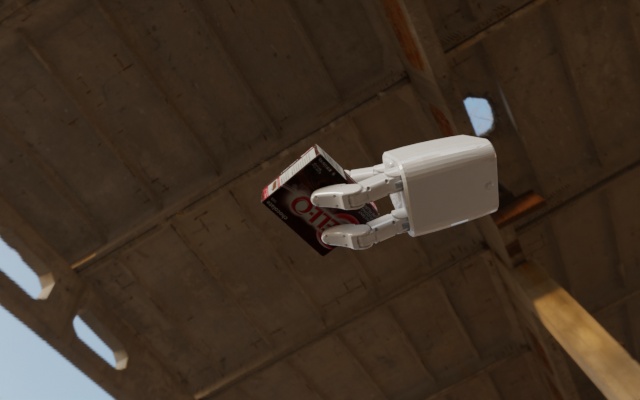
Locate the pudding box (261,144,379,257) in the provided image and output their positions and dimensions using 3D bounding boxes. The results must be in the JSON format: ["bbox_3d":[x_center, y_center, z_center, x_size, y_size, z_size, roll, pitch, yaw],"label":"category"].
[{"bbox_3d":[0.000,0.002,0.565,0.090,0.113,0.039,-39,25,15],"label":"pudding box"}]
